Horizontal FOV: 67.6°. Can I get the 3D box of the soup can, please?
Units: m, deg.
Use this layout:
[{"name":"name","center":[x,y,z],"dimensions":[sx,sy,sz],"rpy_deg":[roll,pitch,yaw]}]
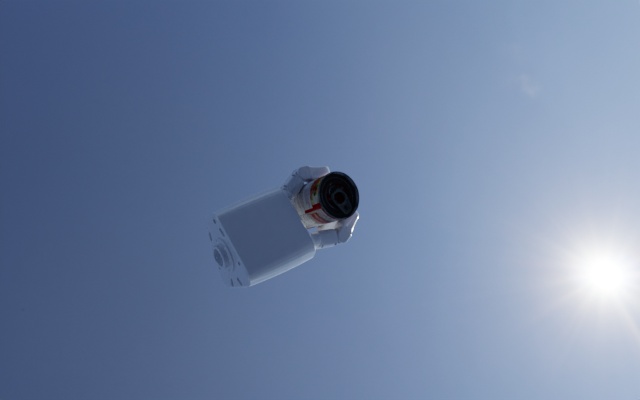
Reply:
[{"name":"soup can","center":[0.000,0.002,0.701],"dimensions":[0.068,0.068,0.102],"rpy_deg":[0,-11,-32]}]
